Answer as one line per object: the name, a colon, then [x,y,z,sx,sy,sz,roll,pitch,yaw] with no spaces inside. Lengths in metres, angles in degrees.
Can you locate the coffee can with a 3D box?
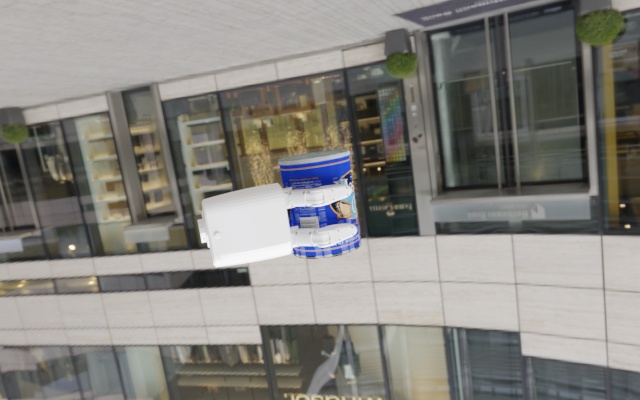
coffee can: [0.000,0.002,0.693,0.103,0.140,0.103,-8,9,1]
